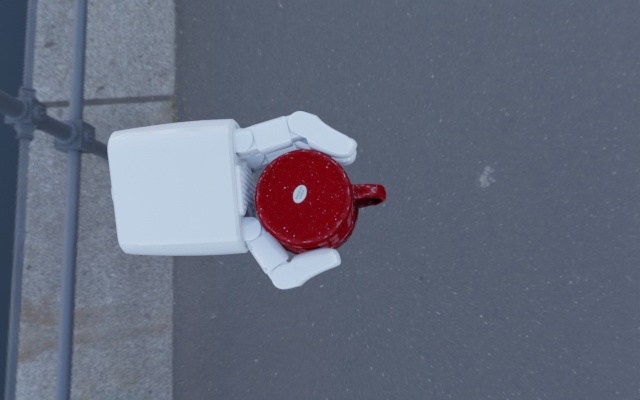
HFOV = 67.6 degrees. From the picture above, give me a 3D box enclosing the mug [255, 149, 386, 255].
[{"bbox_3d":[0.002,0.001,0.424,0.117,0.093,0.081,-5,-9,3],"label":"mug"}]
